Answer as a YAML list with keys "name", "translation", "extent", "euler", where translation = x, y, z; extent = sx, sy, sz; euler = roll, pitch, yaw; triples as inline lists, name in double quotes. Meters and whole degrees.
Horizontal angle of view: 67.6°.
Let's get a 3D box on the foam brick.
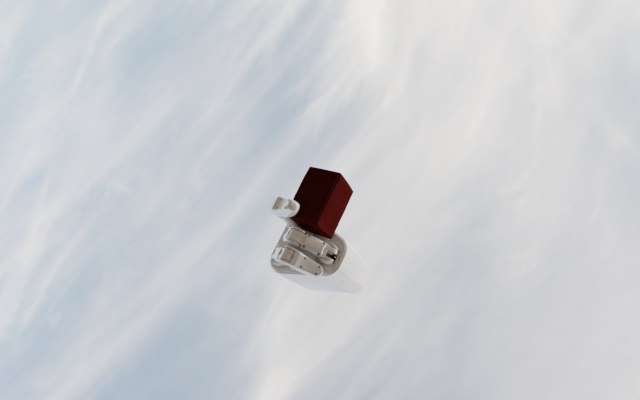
- name: "foam brick"
  translation: [0.000, 0.002, 0.648]
  extent: [0.053, 0.078, 0.051]
  euler: [17, -17, 34]
